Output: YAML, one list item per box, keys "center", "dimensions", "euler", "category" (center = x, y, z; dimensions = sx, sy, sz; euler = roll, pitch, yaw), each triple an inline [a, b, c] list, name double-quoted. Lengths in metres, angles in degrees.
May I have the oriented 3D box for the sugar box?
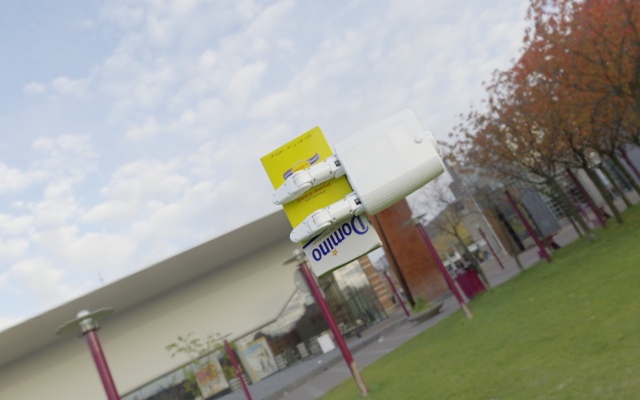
- center: [0.000, 0.002, 0.626]
  dimensions: [0.093, 0.176, 0.048]
  euler: [-29, -14, 8]
  category: "sugar box"
